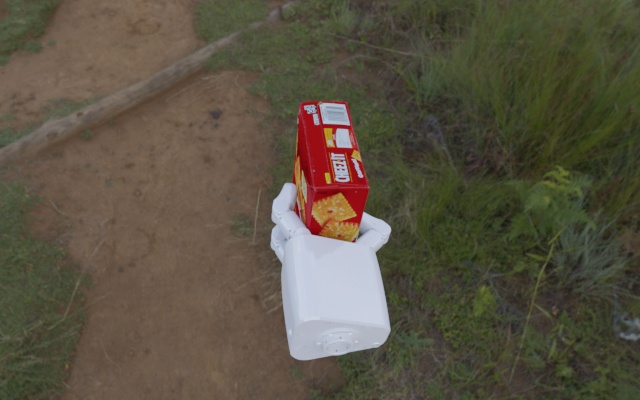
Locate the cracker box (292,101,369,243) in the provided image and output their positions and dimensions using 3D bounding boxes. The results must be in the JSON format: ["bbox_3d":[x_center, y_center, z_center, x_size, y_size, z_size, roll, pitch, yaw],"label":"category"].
[{"bbox_3d":[0.000,0.002,0.634,0.072,0.164,0.214,0,-44,-10],"label":"cracker box"}]
